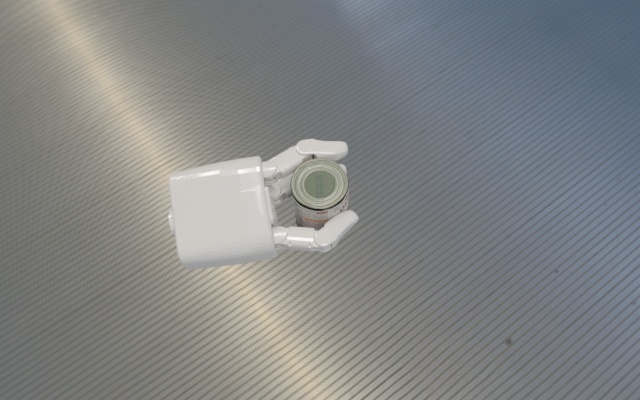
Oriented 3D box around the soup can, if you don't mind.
[{"bbox_3d":[0.001,0.002,0.578,0.068,0.068,0.102,0,-26,2],"label":"soup can"}]
